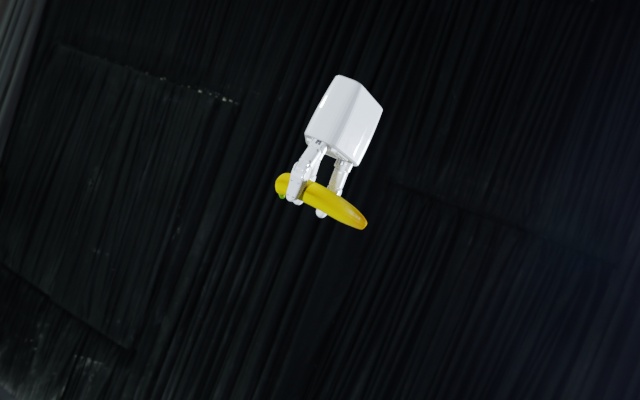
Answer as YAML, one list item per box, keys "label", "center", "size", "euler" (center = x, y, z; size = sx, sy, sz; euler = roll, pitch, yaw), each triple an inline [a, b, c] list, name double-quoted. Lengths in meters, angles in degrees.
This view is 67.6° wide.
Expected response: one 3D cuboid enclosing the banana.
- label: "banana"
  center: [-0.012, -0.007, 0.750]
  size: [0.197, 0.037, 0.070]
  euler: [22, -12, 43]
